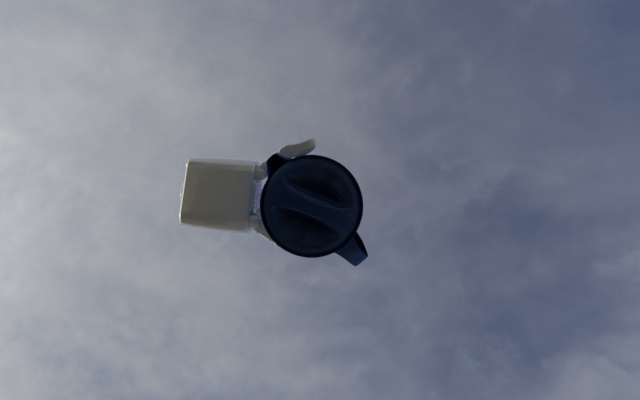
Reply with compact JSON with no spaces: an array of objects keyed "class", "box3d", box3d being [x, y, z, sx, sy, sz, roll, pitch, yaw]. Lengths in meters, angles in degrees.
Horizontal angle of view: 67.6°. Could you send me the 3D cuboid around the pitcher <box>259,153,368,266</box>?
[{"class":"pitcher","box3d":[0.000,0.002,0.721,0.145,0.149,0.243,3,7,3]}]
